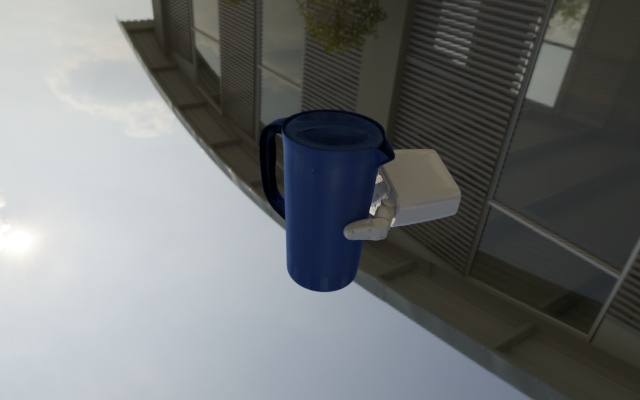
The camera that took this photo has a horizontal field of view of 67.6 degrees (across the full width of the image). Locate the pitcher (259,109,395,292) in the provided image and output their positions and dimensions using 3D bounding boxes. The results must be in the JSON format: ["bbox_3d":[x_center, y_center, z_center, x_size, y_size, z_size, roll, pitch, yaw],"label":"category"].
[{"bbox_3d":[0.000,0.002,0.668,0.145,0.243,0.149,-8,34,-20],"label":"pitcher"}]
